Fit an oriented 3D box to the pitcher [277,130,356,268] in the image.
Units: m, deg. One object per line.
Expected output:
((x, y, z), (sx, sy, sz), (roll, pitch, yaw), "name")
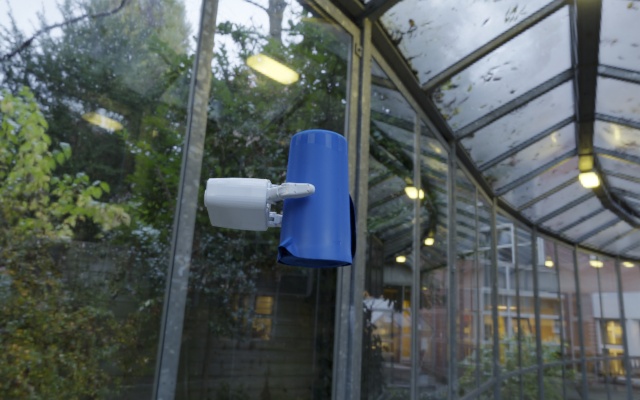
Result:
((0.000, 0.003, 0.878), (0.145, 0.242, 0.149), (2, -14, 0), "pitcher")
